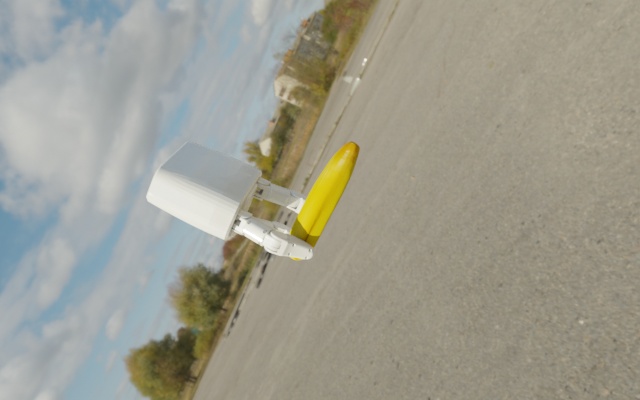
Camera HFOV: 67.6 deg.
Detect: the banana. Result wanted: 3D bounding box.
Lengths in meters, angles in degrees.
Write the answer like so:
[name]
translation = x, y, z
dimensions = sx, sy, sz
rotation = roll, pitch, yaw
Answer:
[banana]
translation = -0.006, 0.015, 0.590
dimensions = 0.037, 0.198, 0.069
rotation = 26, 39, -1
